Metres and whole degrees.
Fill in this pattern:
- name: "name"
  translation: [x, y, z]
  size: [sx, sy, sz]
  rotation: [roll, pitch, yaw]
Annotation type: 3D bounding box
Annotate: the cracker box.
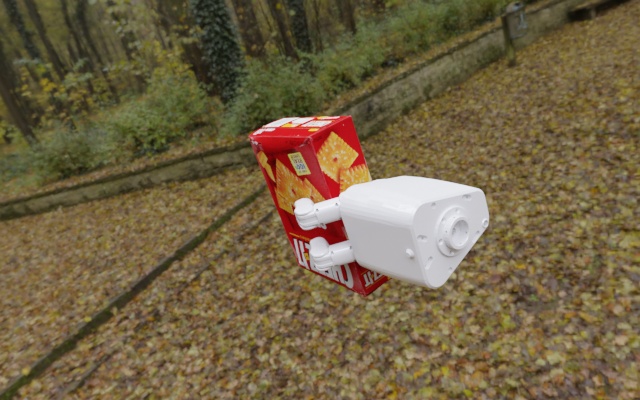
- name: "cracker box"
  translation: [0.000, 0.002, 0.619]
  size: [0.072, 0.214, 0.164]
  rotation: [-29, 22, -26]
